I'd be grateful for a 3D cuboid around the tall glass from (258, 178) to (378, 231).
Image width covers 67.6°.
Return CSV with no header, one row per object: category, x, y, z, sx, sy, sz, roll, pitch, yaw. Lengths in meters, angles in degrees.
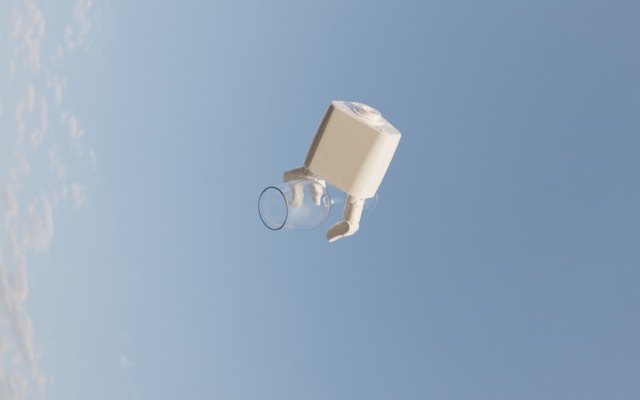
tall glass,0.001,0.003,0.737,0.079,0.079,0.201,0,5,43
